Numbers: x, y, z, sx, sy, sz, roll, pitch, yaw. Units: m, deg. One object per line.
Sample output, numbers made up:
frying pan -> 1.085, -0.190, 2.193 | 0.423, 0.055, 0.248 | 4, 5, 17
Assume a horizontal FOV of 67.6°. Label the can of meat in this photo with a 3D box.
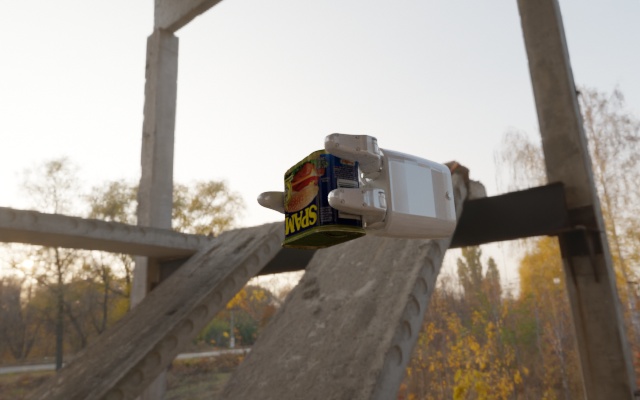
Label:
can of meat -> 0.000, 0.001, 0.501 | 0.057, 0.084, 0.102 | 6, -17, -29
